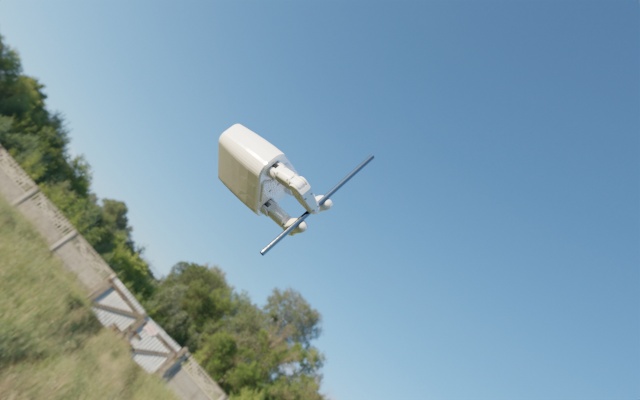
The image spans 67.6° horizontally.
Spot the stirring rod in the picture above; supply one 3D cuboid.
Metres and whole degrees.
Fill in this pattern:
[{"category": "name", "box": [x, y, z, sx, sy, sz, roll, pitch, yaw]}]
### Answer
[{"category": "stirring rod", "box": [0.000, 0.002, 0.723, 0.239, 0.011, 0.011, -41, 18, -22]}]
